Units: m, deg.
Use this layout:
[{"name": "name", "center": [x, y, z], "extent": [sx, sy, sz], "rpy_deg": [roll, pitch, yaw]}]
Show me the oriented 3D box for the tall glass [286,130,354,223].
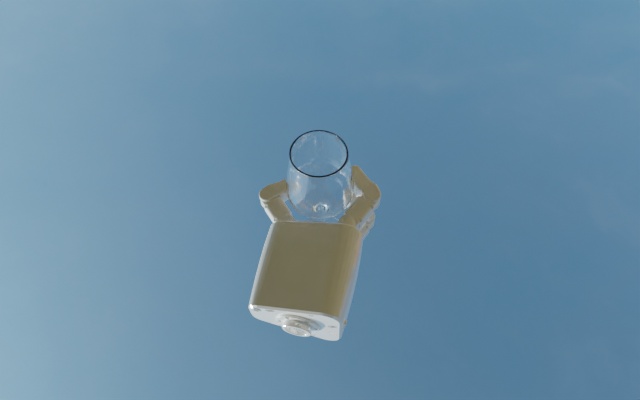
[{"name": "tall glass", "center": [0.000, 0.002, 0.580], "extent": [0.079, 0.079, 0.201], "rpy_deg": [0, -31, 1]}]
